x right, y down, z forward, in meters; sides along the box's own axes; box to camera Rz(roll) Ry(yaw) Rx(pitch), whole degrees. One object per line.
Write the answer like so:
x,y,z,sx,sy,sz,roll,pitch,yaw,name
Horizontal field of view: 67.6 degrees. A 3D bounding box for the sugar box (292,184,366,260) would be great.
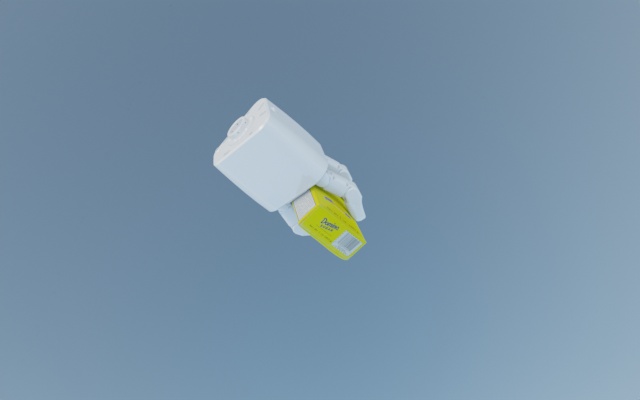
0.000,0.002,0.682,0.093,0.048,0.176,40,16,-28,sugar box
